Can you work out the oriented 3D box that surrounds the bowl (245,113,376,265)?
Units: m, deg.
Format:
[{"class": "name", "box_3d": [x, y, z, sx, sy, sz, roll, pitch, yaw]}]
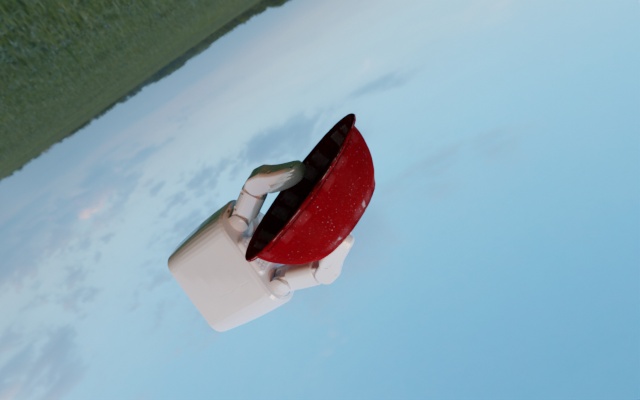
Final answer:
[{"class": "bowl", "box_3d": [0.001, 0.001, 0.432, 0.055, 0.162, 0.162, 36, -8, -11]}]
